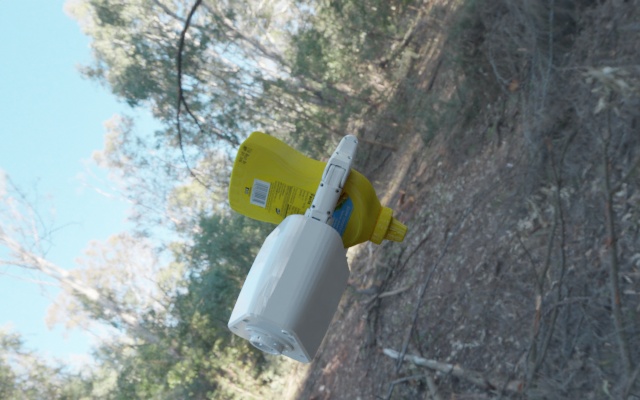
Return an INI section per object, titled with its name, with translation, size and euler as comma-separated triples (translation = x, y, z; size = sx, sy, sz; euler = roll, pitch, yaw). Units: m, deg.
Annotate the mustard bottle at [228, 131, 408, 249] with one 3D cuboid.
[mustard bottle]
translation = 0.000, 0.001, 0.511
size = 0.191, 0.096, 0.058
euler = 22, 36, 5
